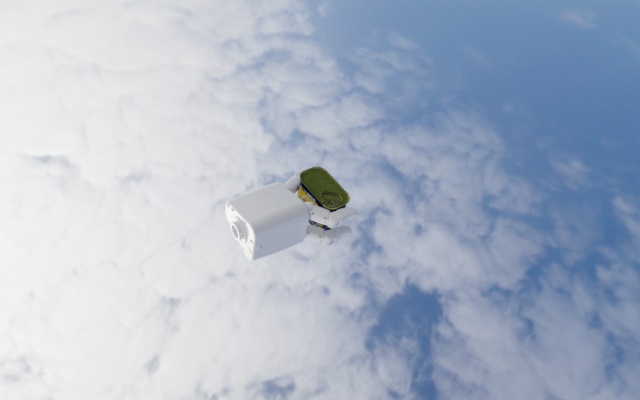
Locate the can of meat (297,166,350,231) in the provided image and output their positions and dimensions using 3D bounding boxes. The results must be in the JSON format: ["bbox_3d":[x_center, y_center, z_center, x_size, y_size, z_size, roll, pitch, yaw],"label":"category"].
[{"bbox_3d":[0.000,0.003,0.880,0.057,0.084,0.102,-24,57,-31],"label":"can of meat"}]
